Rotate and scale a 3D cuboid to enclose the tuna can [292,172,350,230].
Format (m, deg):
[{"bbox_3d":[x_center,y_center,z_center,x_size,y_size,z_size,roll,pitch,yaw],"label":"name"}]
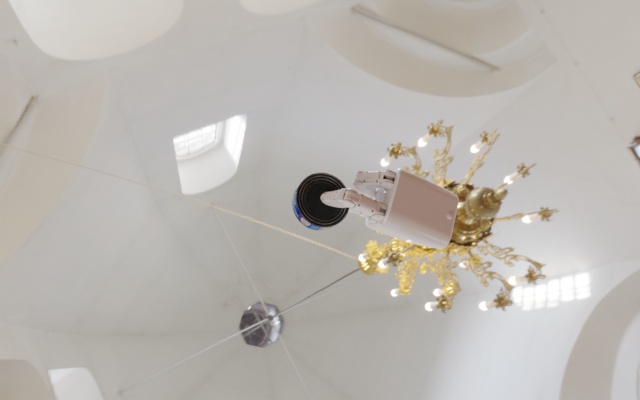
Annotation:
[{"bbox_3d":[0.000,0.003,0.737,0.086,0.086,0.034,0,-14,-17],"label":"tuna can"}]
